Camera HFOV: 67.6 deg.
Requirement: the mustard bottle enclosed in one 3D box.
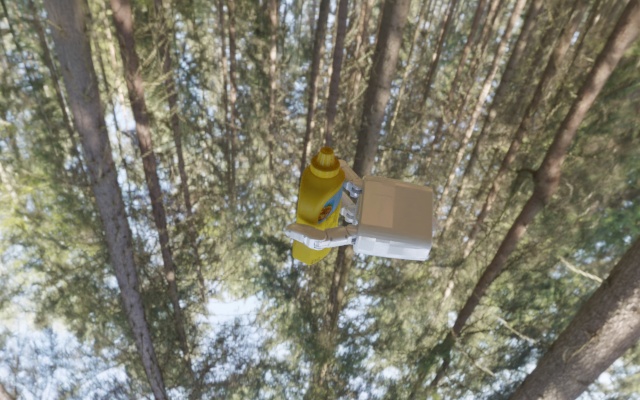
[{"bbox_3d":[0.000,0.002,0.705,0.058,0.192,0.096,25,46,17],"label":"mustard bottle"}]
